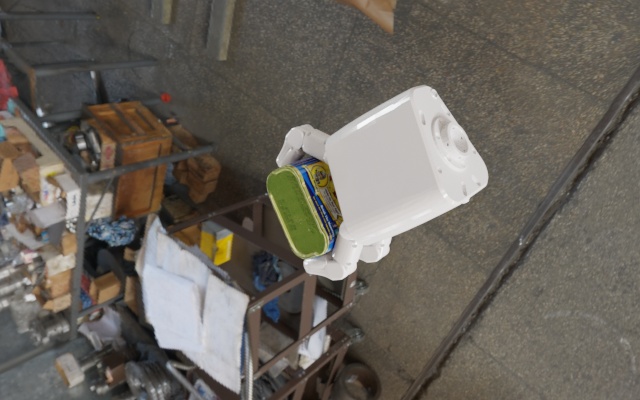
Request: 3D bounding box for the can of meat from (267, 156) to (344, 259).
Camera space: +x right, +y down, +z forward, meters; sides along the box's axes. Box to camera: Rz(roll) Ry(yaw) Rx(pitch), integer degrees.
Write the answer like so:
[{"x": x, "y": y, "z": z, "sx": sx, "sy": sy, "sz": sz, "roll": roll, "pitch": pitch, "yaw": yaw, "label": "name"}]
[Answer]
[{"x": 0.000, "y": 0.002, "z": 0.503, "sx": 0.057, "sy": 0.102, "sz": 0.084, "roll": -24, "pitch": 0, "yaw": 43, "label": "can of meat"}]
